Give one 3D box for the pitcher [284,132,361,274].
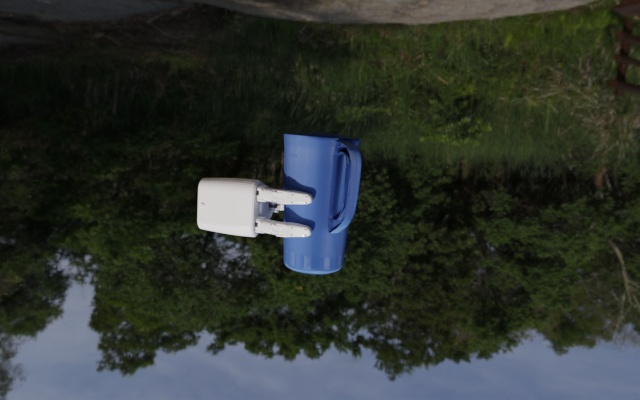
[{"bbox_3d":[0.000,0.003,0.838,0.145,0.243,0.149,5,8,10],"label":"pitcher"}]
